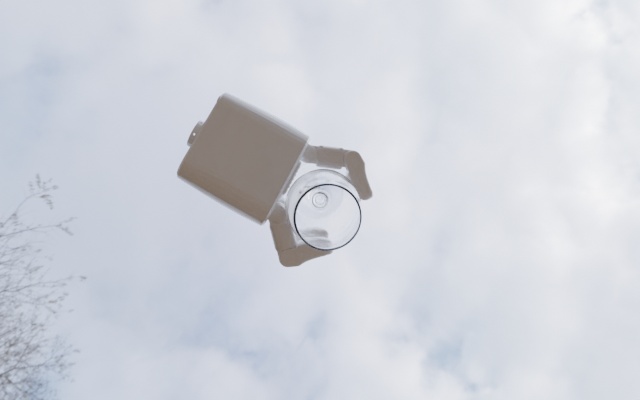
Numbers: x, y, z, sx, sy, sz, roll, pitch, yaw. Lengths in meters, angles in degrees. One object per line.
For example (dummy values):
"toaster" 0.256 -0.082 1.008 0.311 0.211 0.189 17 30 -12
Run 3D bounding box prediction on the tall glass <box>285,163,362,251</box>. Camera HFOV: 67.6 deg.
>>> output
"tall glass" 0.000 0.002 0.525 0.079 0.079 0.201 0 8 -4
